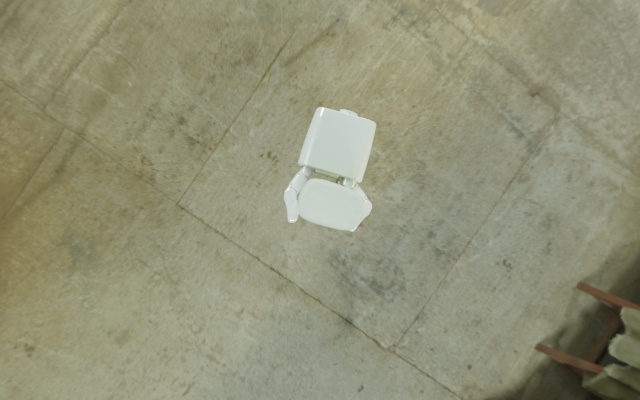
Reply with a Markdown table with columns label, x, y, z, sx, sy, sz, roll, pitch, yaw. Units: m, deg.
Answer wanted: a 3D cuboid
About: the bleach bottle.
| label | x | y | z | sx | sy | sz | roll | pitch | yaw |
| --- | --- | --- | --- | --- | --- | --- | --- | --- | --- |
| bleach bottle | 0.000 | 0.003 | 0.843 | 0.102 | 0.068 | 0.251 | 17 | 0 | -9 |
